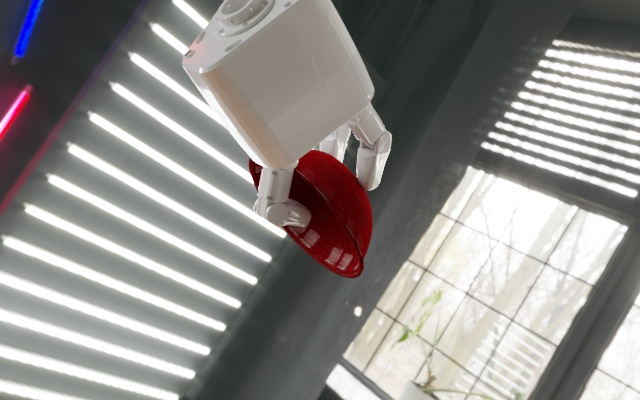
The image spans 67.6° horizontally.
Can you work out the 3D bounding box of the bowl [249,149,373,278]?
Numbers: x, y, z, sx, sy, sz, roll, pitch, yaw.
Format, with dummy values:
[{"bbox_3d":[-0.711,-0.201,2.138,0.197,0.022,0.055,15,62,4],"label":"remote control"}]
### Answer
[{"bbox_3d":[0.001,0.002,0.488,0.055,0.162,0.162,-41,18,-21],"label":"bowl"}]
